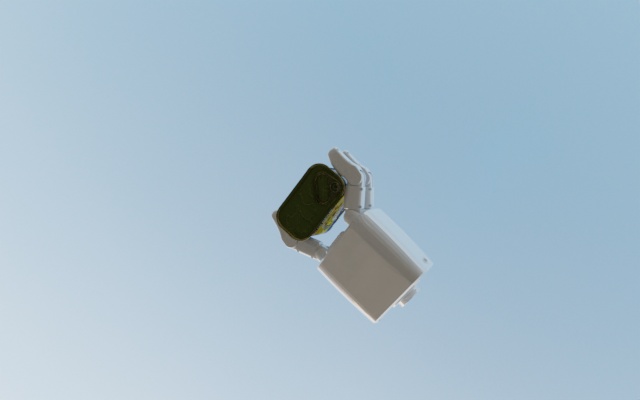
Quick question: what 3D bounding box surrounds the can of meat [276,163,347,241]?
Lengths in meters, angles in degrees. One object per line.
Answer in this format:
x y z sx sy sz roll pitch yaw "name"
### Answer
0.000 0.002 0.644 0.057 0.102 0.084 41 14 15 "can of meat"
